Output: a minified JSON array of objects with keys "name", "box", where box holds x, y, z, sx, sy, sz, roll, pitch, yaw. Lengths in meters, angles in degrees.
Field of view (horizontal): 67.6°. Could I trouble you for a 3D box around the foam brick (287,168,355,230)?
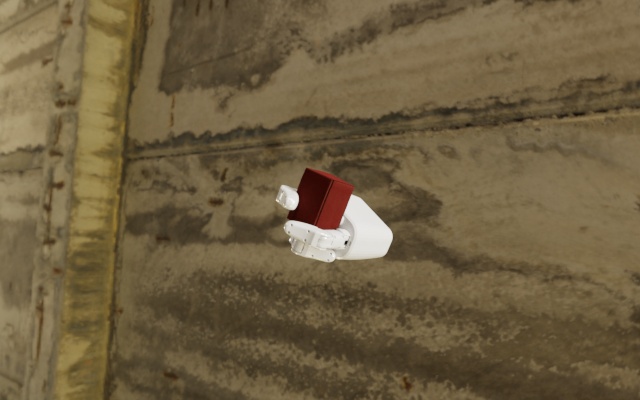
[{"name":"foam brick","box":[0.000,0.002,0.645,0.053,0.078,0.051,30,13,38]}]
